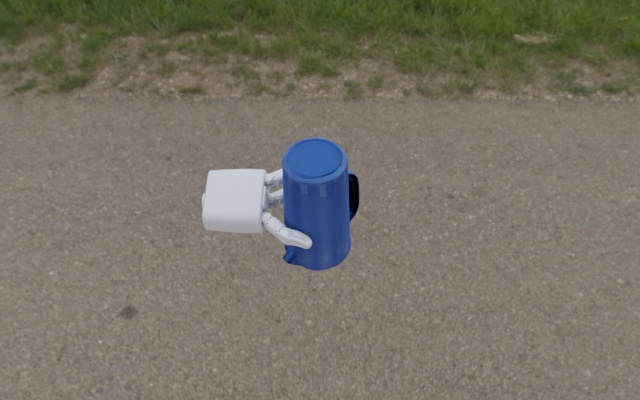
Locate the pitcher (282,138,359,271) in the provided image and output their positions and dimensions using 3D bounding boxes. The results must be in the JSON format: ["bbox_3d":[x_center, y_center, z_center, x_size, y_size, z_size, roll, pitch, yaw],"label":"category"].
[{"bbox_3d":[0.000,0.003,0.868,0.145,0.149,0.243,3,-41,3],"label":"pitcher"}]
